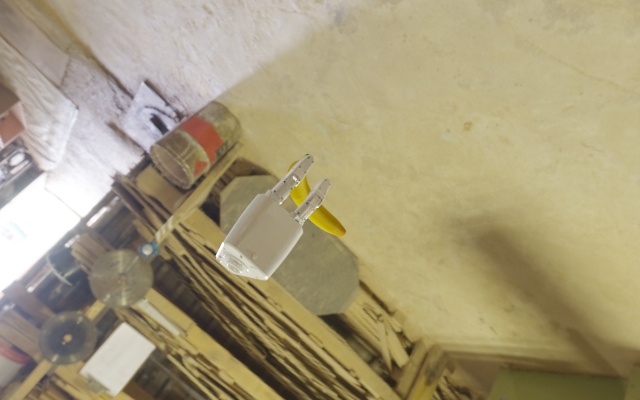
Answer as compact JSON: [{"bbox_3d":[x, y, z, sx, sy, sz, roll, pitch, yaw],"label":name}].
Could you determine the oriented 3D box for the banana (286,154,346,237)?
[{"bbox_3d":[-0.016,-0.001,0.872,0.069,0.037,0.198,7,-41,36],"label":"banana"}]
